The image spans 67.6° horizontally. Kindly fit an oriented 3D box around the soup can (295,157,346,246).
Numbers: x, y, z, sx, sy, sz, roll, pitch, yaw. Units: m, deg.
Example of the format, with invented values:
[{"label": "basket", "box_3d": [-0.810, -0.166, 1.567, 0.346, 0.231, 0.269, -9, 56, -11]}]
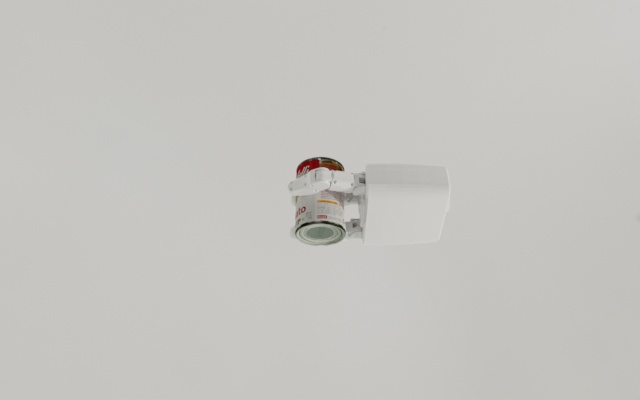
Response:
[{"label": "soup can", "box_3d": [0.000, 0.002, 0.641, 0.068, 0.102, 0.068, 0, -31, 0]}]
